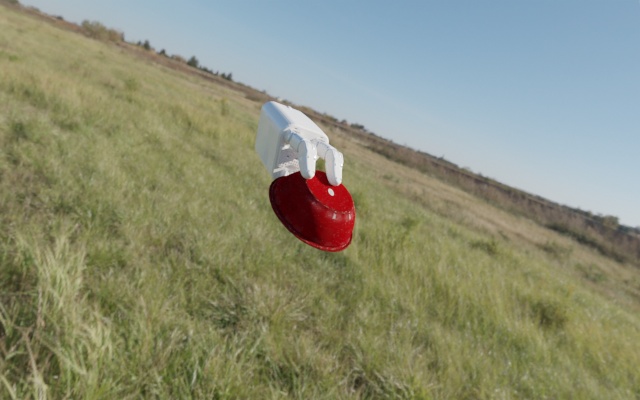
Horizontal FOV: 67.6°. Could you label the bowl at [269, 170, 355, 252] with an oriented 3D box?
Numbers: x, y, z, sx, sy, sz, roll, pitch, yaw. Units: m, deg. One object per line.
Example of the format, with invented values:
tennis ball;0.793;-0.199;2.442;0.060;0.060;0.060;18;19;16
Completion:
bowl;0.001;0.003;0.761;0.162;0.162;0.055;0;-41;-47
